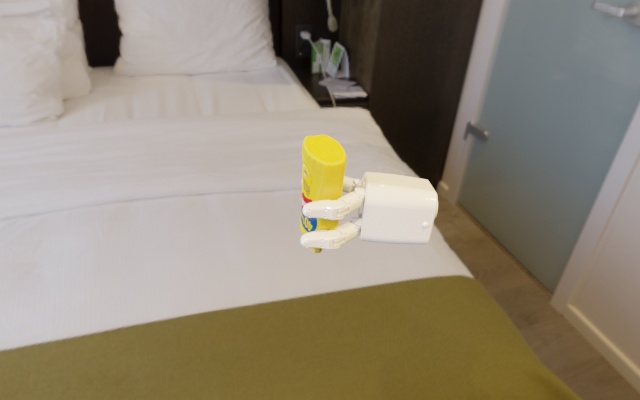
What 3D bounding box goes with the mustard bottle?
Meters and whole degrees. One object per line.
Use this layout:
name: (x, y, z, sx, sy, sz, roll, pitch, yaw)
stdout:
mustard bottle: (0.000, 0.002, 0.739, 0.058, 0.192, 0.096, -9, 35, -18)
